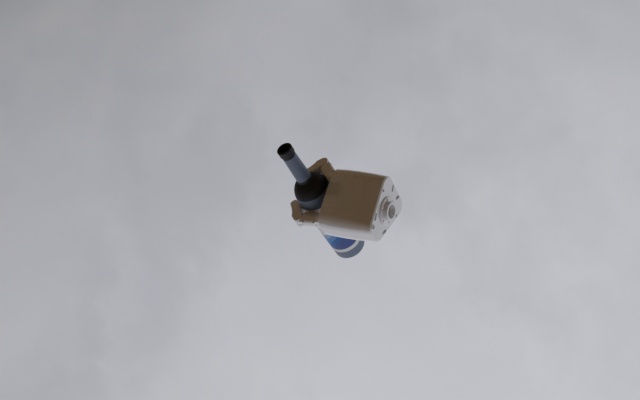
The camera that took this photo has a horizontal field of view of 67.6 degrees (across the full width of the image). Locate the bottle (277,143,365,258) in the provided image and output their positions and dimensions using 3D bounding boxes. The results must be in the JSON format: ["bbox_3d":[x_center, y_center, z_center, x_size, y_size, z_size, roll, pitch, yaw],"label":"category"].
[{"bbox_3d":[0.000,0.003,0.889,0.069,0.069,0.296,0,-37,31],"label":"bottle"}]
